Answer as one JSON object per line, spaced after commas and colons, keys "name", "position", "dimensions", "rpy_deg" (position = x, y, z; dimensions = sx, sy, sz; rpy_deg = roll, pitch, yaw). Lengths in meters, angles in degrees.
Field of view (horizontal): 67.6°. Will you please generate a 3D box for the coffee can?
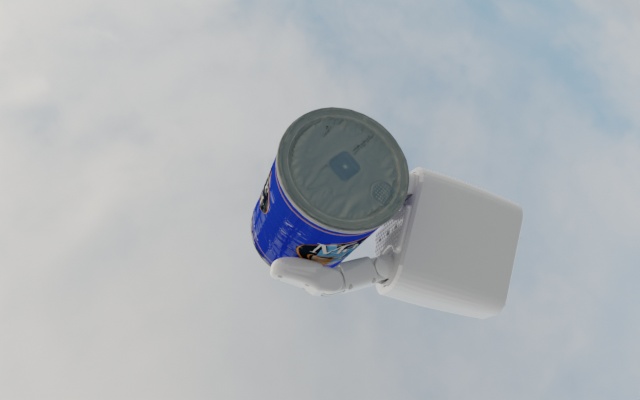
{"name": "coffee can", "position": [0.000, 0.001, 0.413], "dimensions": [0.103, 0.102, 0.140], "rpy_deg": [0, -23, -17]}
